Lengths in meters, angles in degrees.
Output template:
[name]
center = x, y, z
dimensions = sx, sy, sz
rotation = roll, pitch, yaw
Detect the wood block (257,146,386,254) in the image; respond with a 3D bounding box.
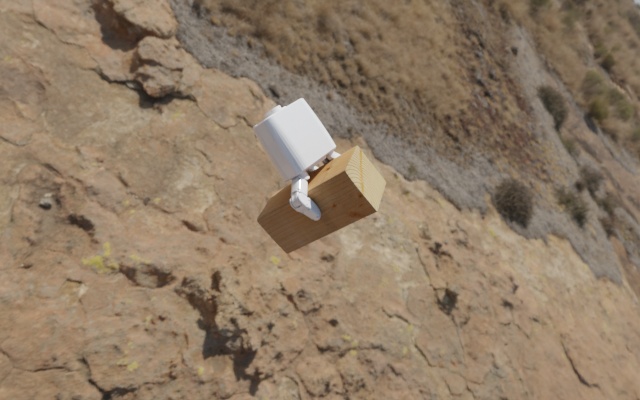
[wood block]
center = 0.000, 0.003, 0.840
dimensions = 0.206, 0.090, 0.090
rotation = -28, 21, 33
